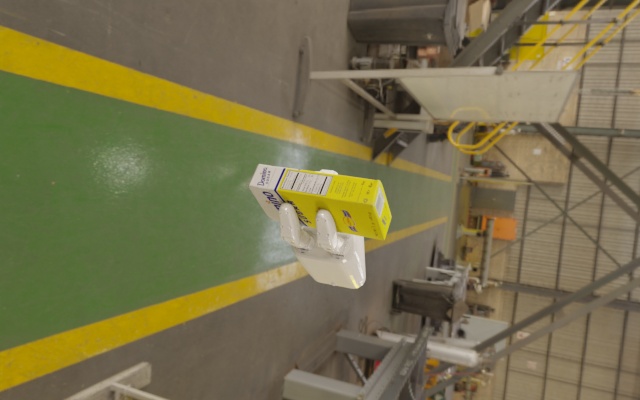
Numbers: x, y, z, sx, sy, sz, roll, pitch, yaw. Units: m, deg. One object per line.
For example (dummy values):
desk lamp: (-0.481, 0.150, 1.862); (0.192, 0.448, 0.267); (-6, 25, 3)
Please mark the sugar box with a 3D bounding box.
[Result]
sugar box: (0.000, 0.003, 0.642); (0.176, 0.048, 0.093); (6, -31, 22)
